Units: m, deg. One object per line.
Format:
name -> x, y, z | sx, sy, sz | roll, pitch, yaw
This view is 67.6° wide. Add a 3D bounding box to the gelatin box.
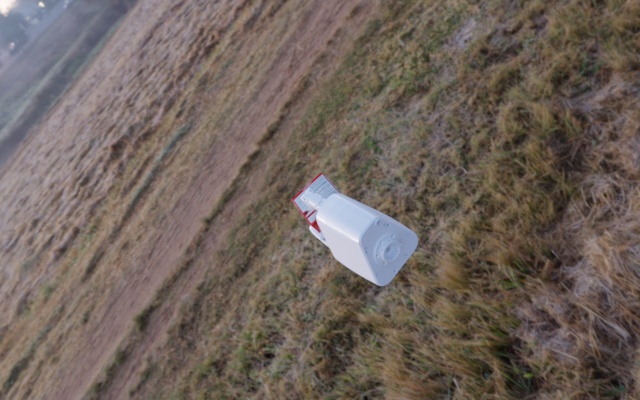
gelatin box -> 0.000, 0.002, 0.821 | 0.030, 0.073, 0.089 | 44, 4, -41
